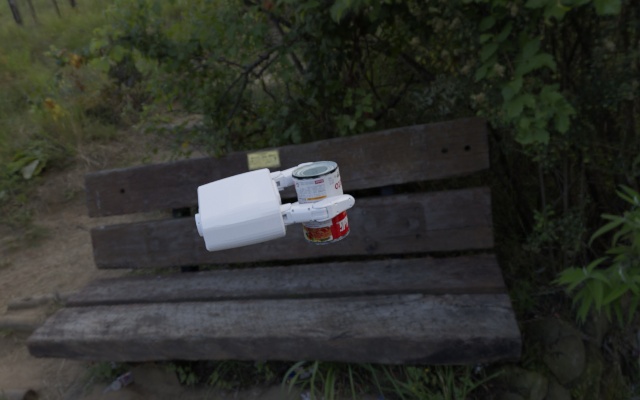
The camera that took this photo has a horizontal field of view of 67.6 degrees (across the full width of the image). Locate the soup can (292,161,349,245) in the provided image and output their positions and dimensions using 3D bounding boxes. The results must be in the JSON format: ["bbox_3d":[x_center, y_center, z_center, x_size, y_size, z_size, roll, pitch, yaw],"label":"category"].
[{"bbox_3d":[0.001,0.002,0.682,0.068,0.102,0.068,-10,20,4],"label":"soup can"}]
